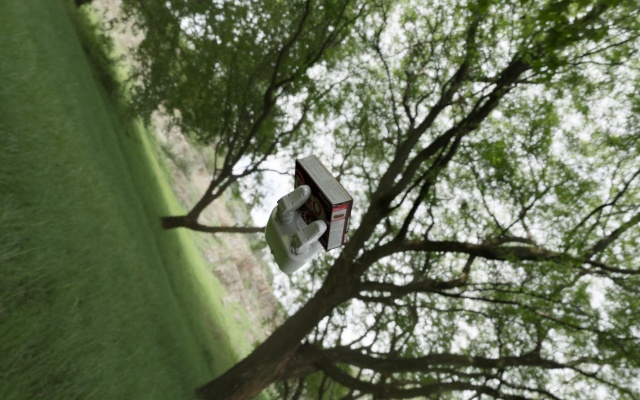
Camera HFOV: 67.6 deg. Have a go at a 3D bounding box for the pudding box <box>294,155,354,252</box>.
[{"bbox_3d":[0.000,0.002,0.684,0.039,0.090,0.113,-19,47,-25],"label":"pudding box"}]
